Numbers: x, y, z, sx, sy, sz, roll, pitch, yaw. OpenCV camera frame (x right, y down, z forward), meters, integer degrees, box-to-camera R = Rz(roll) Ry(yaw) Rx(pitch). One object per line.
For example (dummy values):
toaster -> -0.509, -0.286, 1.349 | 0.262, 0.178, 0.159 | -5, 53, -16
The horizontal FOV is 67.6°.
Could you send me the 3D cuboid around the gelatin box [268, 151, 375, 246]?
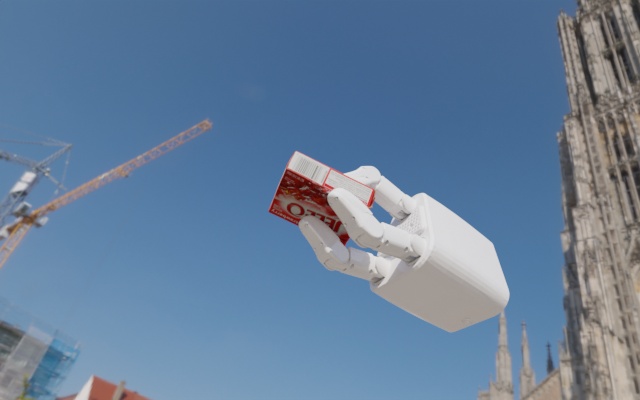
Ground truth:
gelatin box -> 0.000, 0.001, 0.475 | 0.089, 0.030, 0.073 | 26, -41, -2
